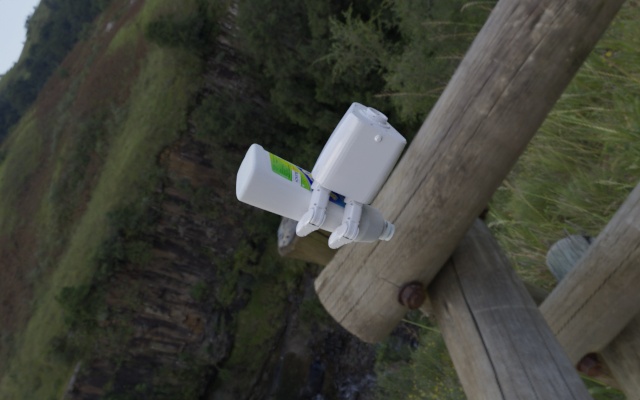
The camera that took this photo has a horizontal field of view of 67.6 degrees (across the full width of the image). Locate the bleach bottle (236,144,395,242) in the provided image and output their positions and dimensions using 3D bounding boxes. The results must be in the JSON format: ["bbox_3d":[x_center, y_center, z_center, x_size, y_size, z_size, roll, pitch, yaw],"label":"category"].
[{"bbox_3d":[0.000,0.002,0.727,0.251,0.068,0.102,22,24,-20],"label":"bleach bottle"}]
